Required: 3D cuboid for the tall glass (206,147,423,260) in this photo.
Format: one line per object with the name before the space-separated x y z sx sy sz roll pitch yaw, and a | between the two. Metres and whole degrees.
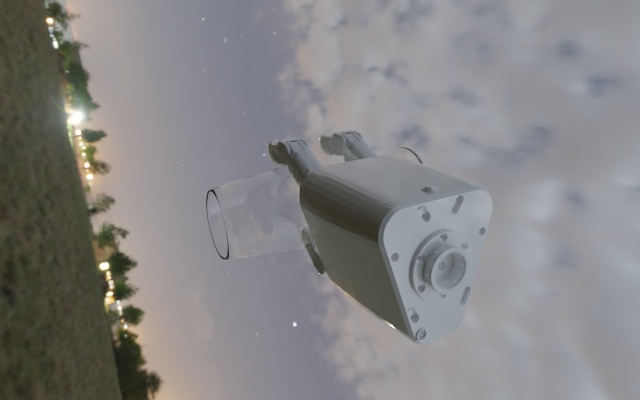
tall glass | 0.001 0.001 0.446 0.201 0.079 0.079 -12 5 -25
